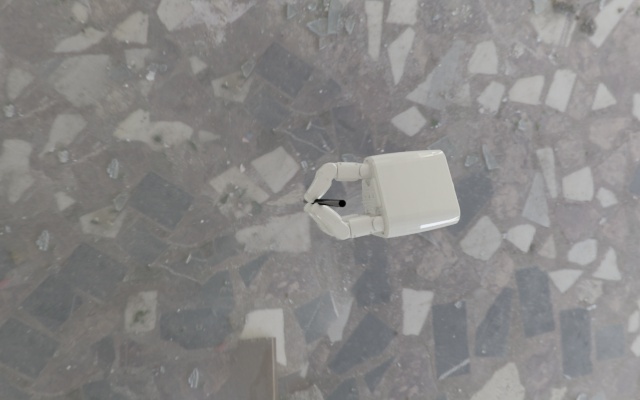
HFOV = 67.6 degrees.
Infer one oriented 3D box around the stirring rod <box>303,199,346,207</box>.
[{"bbox_3d":[0.000,0.002,0.607,0.011,0.011,0.239,0,1,-11],"label":"stirring rod"}]
